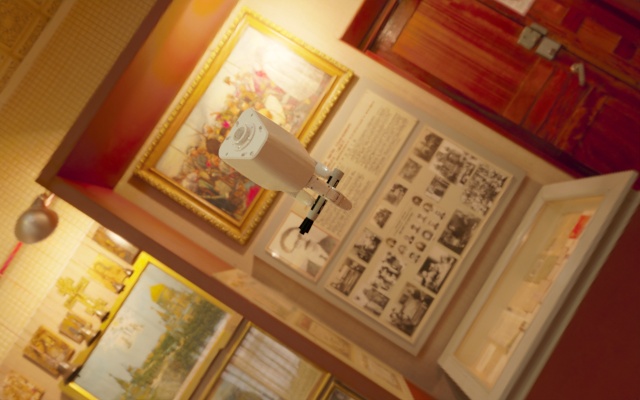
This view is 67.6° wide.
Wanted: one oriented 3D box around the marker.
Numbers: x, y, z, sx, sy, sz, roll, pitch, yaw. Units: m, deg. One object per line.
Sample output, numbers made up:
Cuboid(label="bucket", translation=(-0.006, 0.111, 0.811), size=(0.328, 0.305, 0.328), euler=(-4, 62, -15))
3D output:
Cuboid(label="marker", translation=(0.000, 0.003, 0.776), size=(0.020, 0.121, 0.020), euler=(32, -2, 1))
